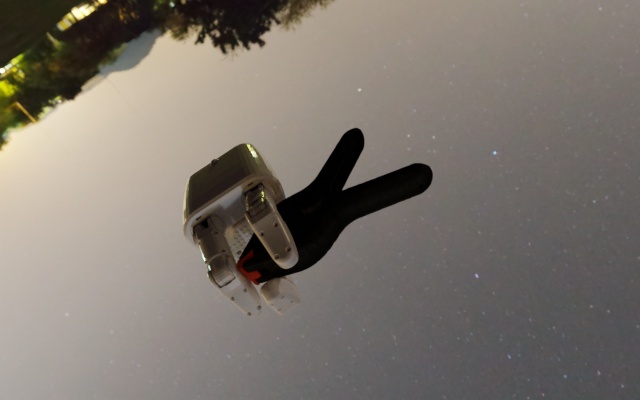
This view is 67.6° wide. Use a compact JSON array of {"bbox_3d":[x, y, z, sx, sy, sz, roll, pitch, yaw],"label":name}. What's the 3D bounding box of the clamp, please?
[{"bbox_3d":[0.000,0.002,0.413,0.171,0.039,0.120,-33,29,0],"label":"clamp"}]
